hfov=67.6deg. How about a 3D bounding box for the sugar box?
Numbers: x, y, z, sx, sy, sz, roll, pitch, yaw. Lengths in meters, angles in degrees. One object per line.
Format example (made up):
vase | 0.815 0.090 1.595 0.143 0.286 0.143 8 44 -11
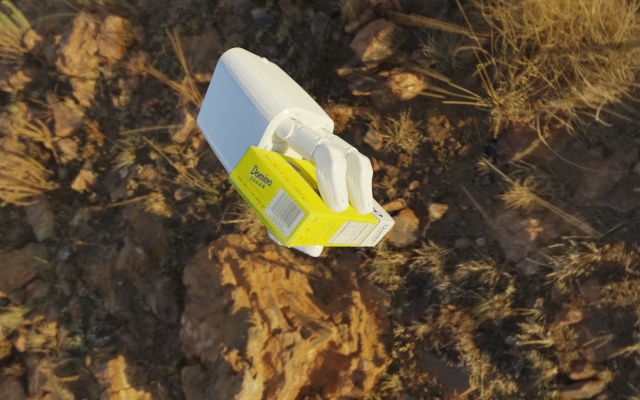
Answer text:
sugar box | 0.000 0.001 0.480 0.093 0.048 0.176 48 22 25
